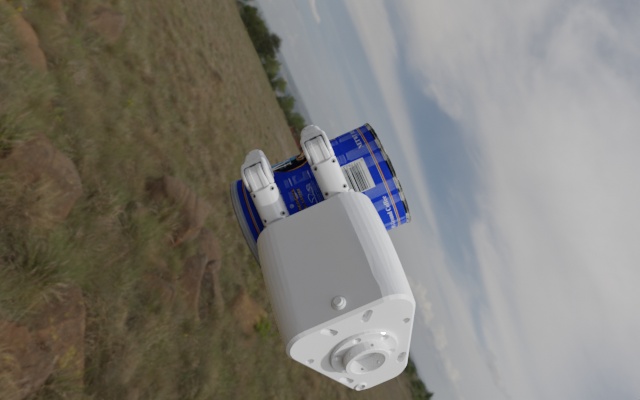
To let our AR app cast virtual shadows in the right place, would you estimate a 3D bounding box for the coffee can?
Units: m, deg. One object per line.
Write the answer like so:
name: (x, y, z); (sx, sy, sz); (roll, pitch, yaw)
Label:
coffee can: (0.000, 0.001, 0.454); (0.140, 0.103, 0.103); (-24, -1, 2)
